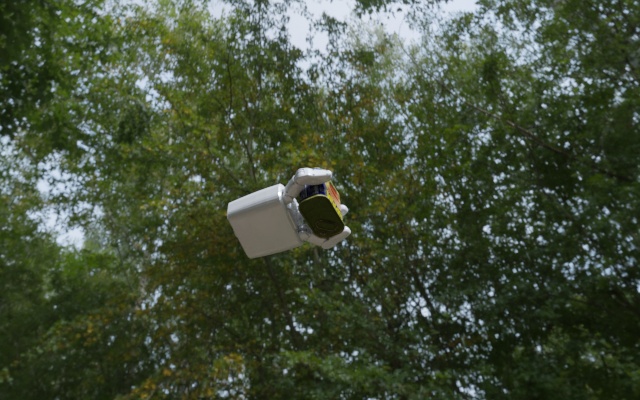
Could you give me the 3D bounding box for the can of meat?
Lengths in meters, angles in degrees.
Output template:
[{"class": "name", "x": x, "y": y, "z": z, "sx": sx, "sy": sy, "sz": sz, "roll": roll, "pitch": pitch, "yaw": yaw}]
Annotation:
[{"class": "can of meat", "x": 0.000, "y": 0.002, "z": 0.853, "sx": 0.057, "sy": 0.083, "sz": 0.102, "roll": -21, "pitch": -50, "yaw": 14}]
